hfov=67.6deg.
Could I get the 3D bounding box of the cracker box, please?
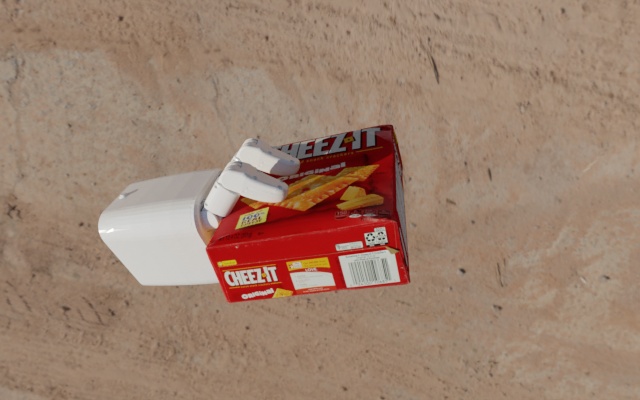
[{"bbox_3d":[0.000,0.002,0.482,0.164,0.072,0.213,-9,28,13],"label":"cracker box"}]
